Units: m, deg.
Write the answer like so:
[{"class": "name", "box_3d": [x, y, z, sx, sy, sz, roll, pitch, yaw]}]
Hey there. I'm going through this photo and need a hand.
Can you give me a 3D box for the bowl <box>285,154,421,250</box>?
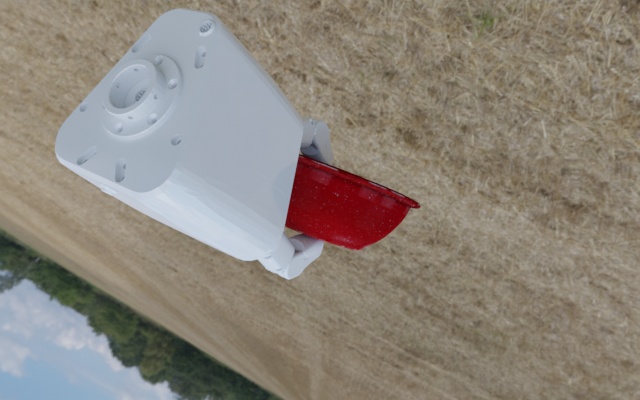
[{"class": "bowl", "box_3d": [0.001, 0.002, 0.412, 0.162, 0.055, 0.162, 20, 0, 0]}]
